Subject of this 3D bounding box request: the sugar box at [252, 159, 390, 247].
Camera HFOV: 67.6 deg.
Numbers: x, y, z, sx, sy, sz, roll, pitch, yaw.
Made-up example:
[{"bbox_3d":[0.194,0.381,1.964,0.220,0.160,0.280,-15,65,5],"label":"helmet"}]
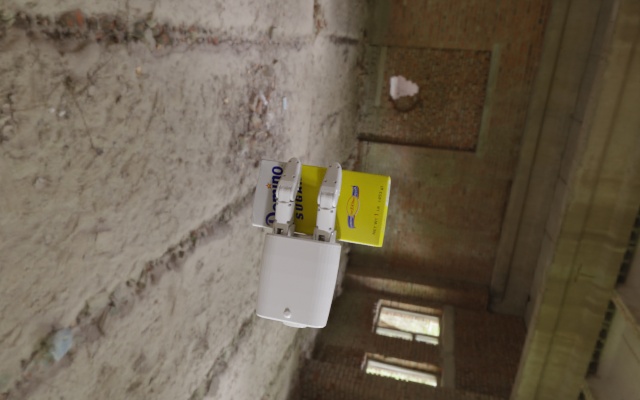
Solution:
[{"bbox_3d":[0.000,0.002,0.636,0.176,0.093,0.048,8,-4,12],"label":"sugar box"}]
